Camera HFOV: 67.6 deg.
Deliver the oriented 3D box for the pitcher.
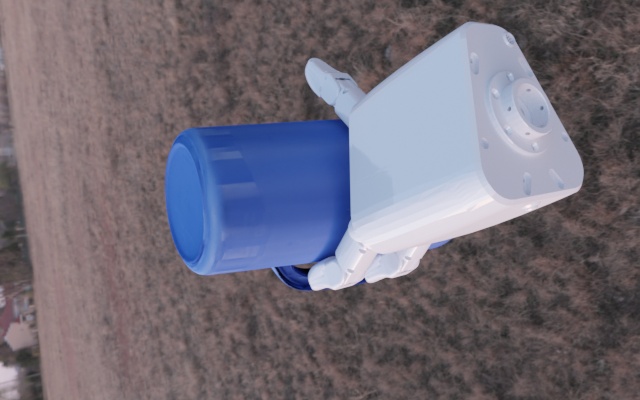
[{"bbox_3d":[0.000,0.001,0.413,0.243,0.149,0.145,-6,-14,-33],"label":"pitcher"}]
